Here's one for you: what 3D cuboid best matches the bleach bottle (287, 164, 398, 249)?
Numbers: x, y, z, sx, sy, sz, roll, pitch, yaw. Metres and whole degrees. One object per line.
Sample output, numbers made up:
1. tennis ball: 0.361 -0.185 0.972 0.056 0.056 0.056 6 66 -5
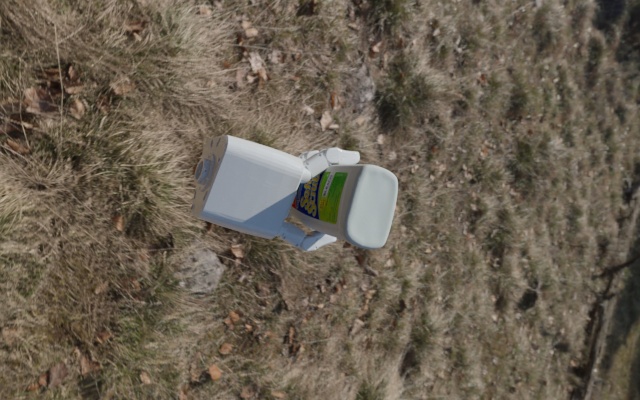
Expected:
1. bleach bottle: 0.000 0.002 0.666 0.068 0.102 0.251 18 -7 -30
